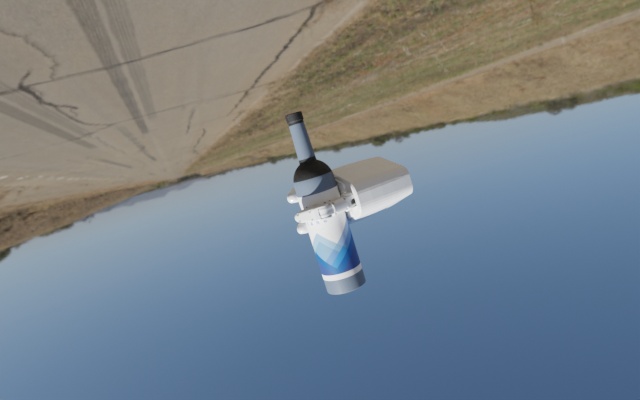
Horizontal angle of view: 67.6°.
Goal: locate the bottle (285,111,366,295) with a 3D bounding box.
[{"bbox_3d":[0.000,0.003,0.771,0.069,0.296,0.069,-17,8,2],"label":"bottle"}]
